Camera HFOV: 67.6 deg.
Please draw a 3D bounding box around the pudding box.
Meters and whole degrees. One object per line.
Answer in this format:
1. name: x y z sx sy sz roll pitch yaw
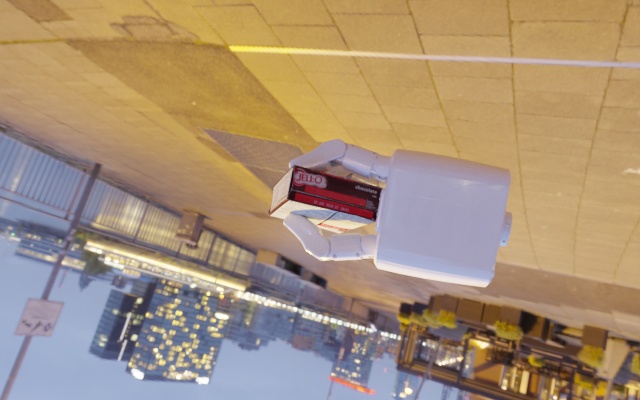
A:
1. pudding box: 0.000 0.002 0.489 0.090 0.039 0.113 15 -14 -13
